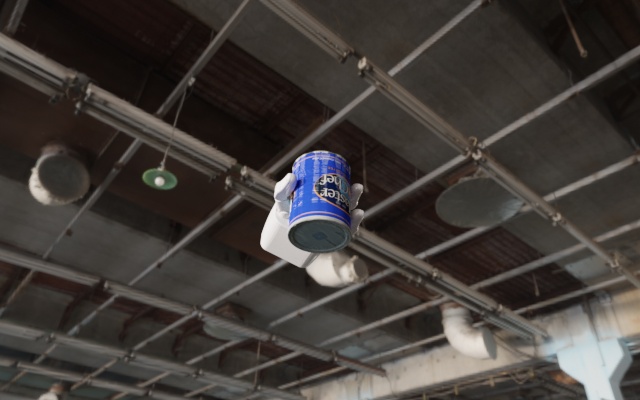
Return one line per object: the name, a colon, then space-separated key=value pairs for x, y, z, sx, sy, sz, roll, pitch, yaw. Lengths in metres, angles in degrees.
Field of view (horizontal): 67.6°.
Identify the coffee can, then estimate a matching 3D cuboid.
coffee can: x=0.000 y=0.003 z=0.798 sx=0.103 sy=0.140 sz=0.103 roll=1 pitch=-37 yaw=1
